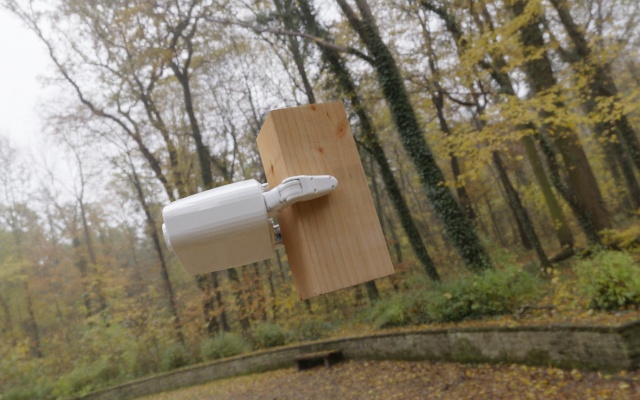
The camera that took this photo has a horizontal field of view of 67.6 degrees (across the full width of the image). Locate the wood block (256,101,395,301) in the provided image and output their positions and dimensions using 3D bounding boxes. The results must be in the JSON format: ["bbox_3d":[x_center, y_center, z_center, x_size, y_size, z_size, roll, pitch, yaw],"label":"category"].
[{"bbox_3d":[0.000,0.002,0.553,0.090,0.206,0.091,-12,-11,-21],"label":"wood block"}]
